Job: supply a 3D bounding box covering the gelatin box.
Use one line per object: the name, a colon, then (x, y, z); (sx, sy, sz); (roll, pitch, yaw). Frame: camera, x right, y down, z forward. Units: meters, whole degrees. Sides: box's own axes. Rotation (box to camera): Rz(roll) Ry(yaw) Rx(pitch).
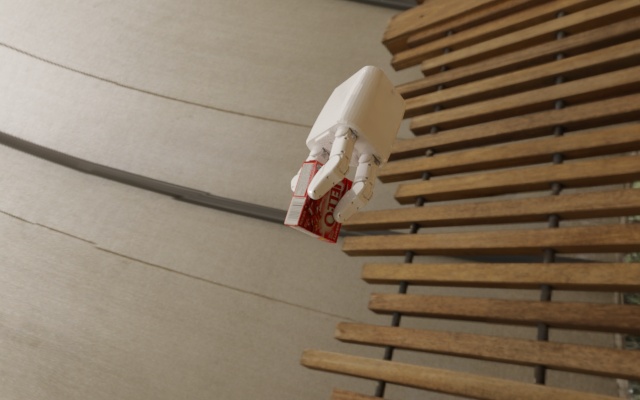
gelatin box: (0.000, 0.002, 0.617); (0.030, 0.089, 0.073); (3, -19, 47)
